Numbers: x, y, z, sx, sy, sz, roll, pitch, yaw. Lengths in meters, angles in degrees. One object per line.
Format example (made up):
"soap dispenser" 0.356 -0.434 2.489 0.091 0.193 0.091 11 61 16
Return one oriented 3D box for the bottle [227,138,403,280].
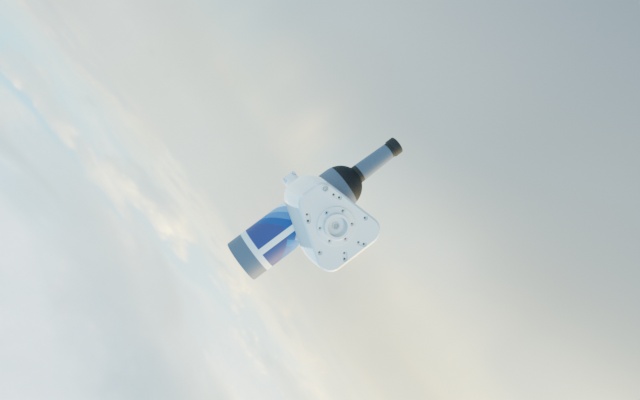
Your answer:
"bottle" 0.000 0.002 0.715 0.295 0.069 0.069 -37 4 -5
